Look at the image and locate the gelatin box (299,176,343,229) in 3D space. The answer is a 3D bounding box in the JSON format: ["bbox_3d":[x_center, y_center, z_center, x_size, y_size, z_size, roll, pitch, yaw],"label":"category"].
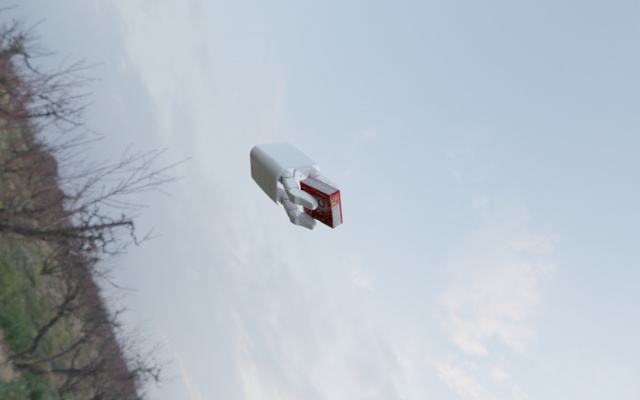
[{"bbox_3d":[0.001,0.003,0.895,0.030,0.073,0.089,-29,38,-33],"label":"gelatin box"}]
